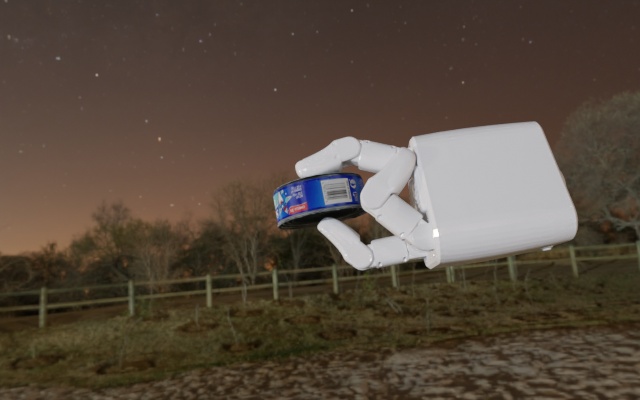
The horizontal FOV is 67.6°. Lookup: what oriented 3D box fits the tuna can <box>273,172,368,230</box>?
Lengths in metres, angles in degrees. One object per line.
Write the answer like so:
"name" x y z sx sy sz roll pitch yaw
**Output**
"tuna can" 0.000 0.001 0.441 0.086 0.033 0.086 -10 -10 -2
